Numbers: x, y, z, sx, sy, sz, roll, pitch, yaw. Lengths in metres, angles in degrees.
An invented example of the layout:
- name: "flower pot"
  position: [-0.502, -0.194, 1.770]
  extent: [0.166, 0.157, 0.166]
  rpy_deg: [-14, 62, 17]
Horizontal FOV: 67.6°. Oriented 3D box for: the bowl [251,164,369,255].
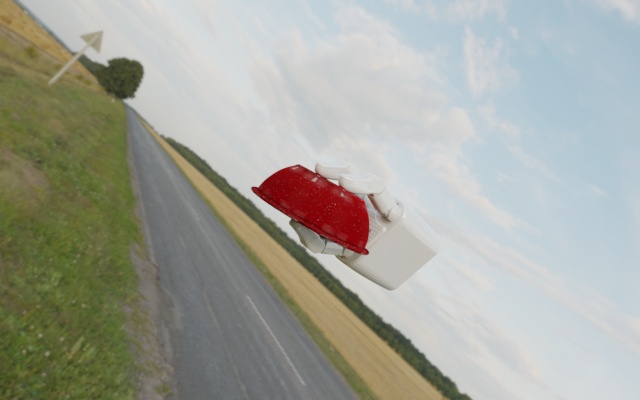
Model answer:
- name: "bowl"
  position: [0.000, 0.001, 0.570]
  extent: [0.162, 0.055, 0.162]
  rpy_deg: [29, 3, -2]
